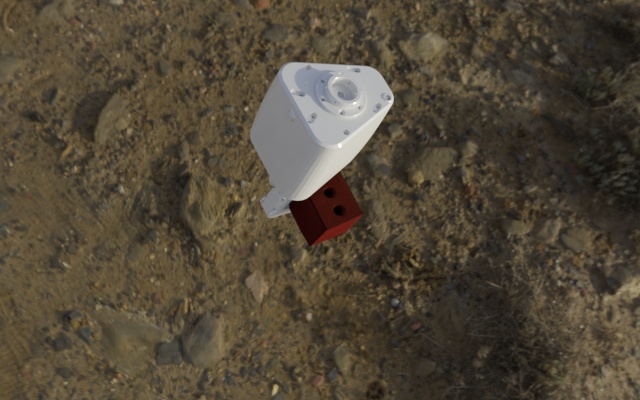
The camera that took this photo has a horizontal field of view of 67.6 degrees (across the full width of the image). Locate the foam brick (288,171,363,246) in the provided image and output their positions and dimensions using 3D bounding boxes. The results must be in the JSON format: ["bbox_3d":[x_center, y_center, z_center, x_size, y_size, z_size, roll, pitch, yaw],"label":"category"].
[{"bbox_3d":[0.000,0.002,0.531,0.053,0.078,0.051,-21,-14,-33],"label":"foam brick"}]
